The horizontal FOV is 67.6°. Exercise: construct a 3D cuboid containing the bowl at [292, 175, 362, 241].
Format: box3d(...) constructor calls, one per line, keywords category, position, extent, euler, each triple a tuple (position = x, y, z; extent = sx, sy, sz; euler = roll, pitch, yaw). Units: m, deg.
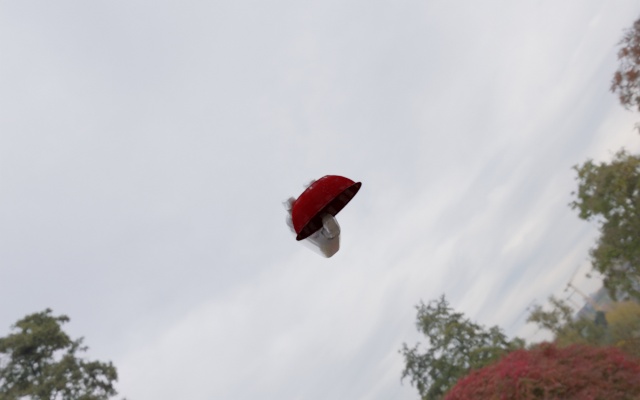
box3d(category="bowl", position=(0.000, 0.002, 0.886), extent=(0.162, 0.055, 0.162), euler=(-40, -11, -9))
